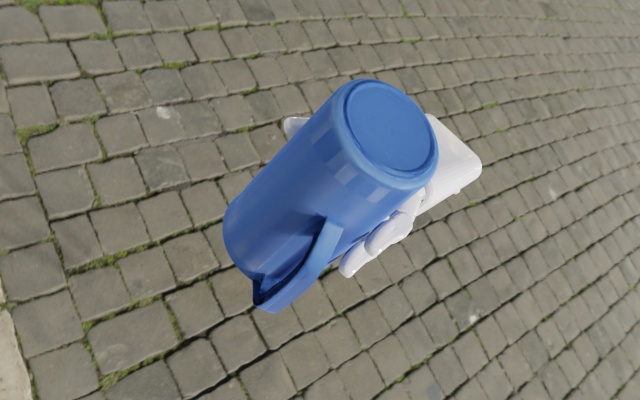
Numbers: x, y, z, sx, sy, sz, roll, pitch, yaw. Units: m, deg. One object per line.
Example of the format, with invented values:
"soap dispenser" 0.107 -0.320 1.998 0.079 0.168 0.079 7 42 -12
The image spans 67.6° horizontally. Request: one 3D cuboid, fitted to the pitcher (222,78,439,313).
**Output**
"pitcher" 0.000 0.001 0.473 0.145 0.149 0.243 -19 -15 -37
